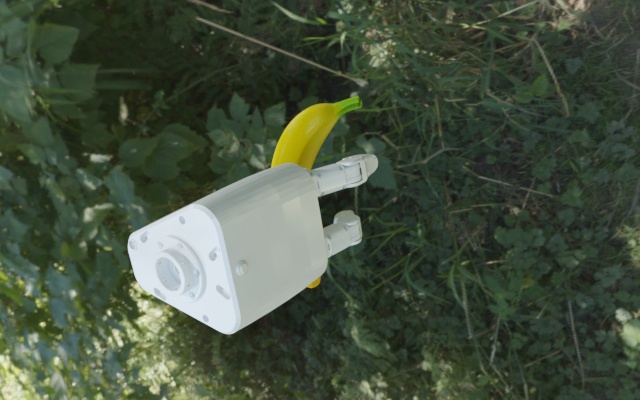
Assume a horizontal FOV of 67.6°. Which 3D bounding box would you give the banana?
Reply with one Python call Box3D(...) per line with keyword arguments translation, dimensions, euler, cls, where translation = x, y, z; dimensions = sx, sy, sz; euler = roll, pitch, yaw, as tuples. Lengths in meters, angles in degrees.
Box3D(translation=(-0.017, -0.007, 0.454), dimensions=(0.069, 0.198, 0.037), euler=(17, 22, 11), cls="banana")
